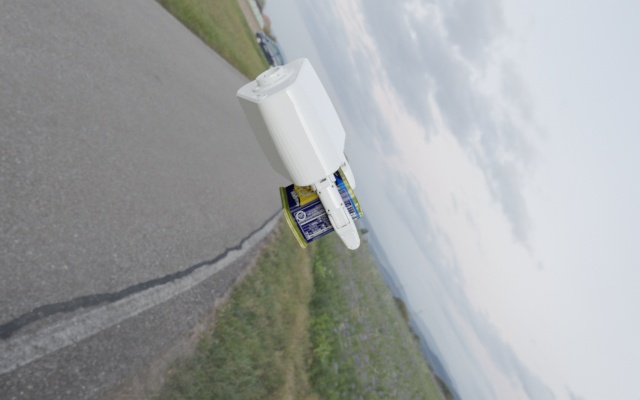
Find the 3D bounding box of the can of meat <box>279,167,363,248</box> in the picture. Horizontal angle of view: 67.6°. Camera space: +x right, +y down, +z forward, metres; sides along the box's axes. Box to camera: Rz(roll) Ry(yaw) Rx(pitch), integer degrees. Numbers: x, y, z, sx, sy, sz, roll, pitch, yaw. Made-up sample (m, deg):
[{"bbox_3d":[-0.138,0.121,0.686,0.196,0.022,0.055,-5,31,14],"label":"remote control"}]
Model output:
[{"bbox_3d":[0.000,0.002,0.593,0.084,0.057,0.102,-26,24,3],"label":"can of meat"}]
